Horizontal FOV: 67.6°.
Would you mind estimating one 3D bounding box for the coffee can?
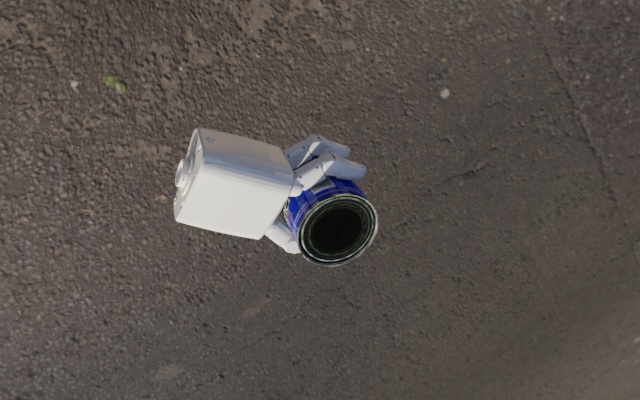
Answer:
[{"bbox_3d":[0.000,0.002,0.617,0.103,0.103,0.140,0,30,-21],"label":"coffee can"}]
